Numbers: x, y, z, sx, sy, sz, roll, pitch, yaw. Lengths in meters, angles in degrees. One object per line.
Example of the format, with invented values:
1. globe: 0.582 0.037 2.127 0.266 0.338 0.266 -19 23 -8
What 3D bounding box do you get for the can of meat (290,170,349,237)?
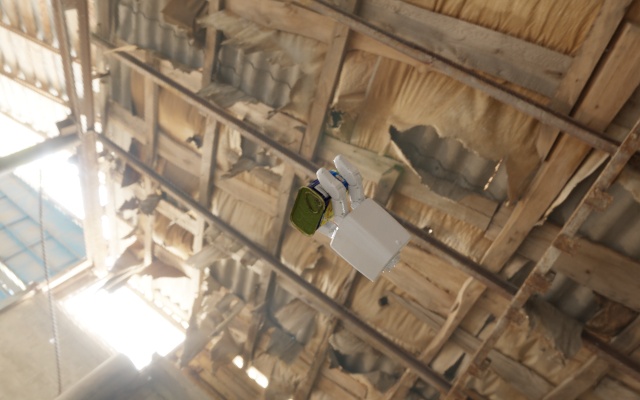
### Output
1. can of meat: 0.000 0.003 0.859 0.057 0.102 0.084 38 46 17
